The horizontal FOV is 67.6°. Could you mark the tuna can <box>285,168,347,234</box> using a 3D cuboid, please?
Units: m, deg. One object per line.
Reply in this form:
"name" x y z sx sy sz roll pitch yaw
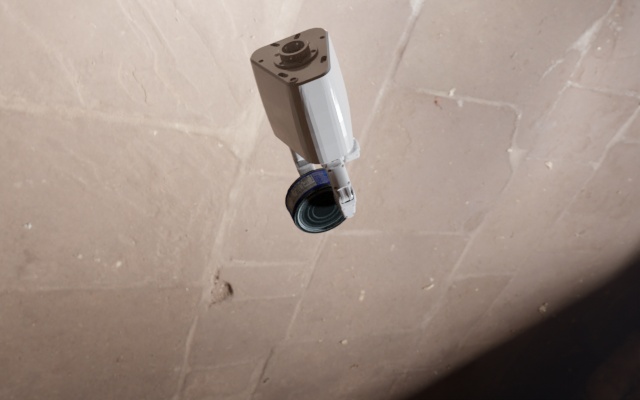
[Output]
"tuna can" 0.000 0.002 0.610 0.086 0.086 0.033 0 40 -29
